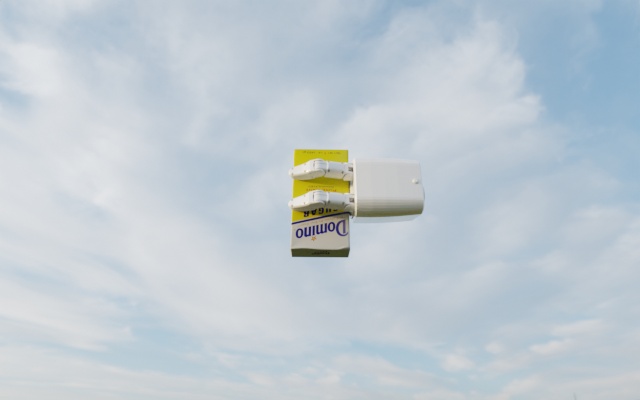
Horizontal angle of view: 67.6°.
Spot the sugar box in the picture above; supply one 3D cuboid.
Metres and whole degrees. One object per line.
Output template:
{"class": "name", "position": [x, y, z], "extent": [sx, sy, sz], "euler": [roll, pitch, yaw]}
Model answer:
{"class": "sugar box", "position": [0.000, 0.002, 0.768], "extent": [0.093, 0.176, 0.048], "euler": [0, -27, 0]}
